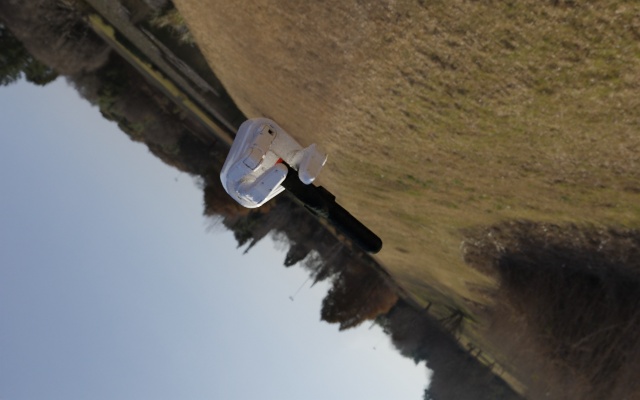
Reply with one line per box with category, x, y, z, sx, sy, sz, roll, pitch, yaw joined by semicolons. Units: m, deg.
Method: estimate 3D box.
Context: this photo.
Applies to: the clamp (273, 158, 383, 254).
clamp;0.000;0.002;0.626;0.171;0.039;0.120;41;-5;-20
